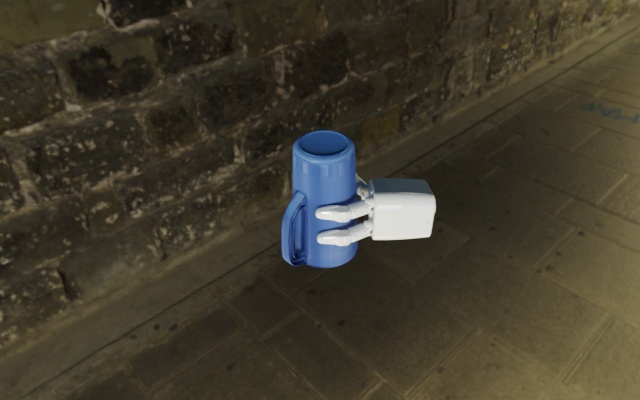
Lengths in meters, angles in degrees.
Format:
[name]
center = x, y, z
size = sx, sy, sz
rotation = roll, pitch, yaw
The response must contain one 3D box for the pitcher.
[pitcher]
center = 0.000, 0.003, 0.884
size = 0.145, 0.243, 0.149
rotation = -1, 37, 0
